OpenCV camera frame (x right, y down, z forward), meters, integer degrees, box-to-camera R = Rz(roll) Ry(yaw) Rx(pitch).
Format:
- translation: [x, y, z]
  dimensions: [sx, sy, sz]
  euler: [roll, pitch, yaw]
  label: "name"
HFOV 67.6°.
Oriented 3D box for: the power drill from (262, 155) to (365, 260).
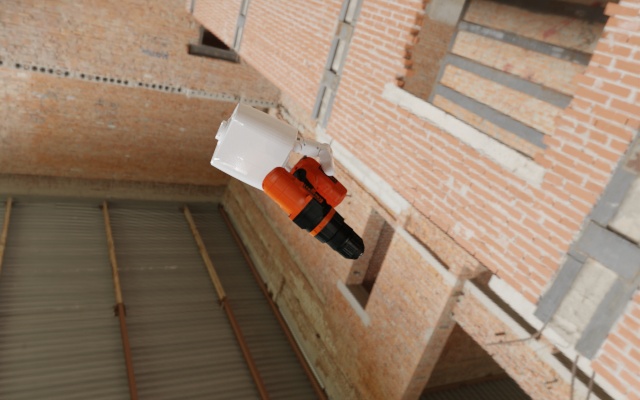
- translation: [0.000, 0.002, 0.768]
  dimensions: [0.184, 0.057, 0.187]
  euler: [43, 14, -6]
  label: "power drill"
